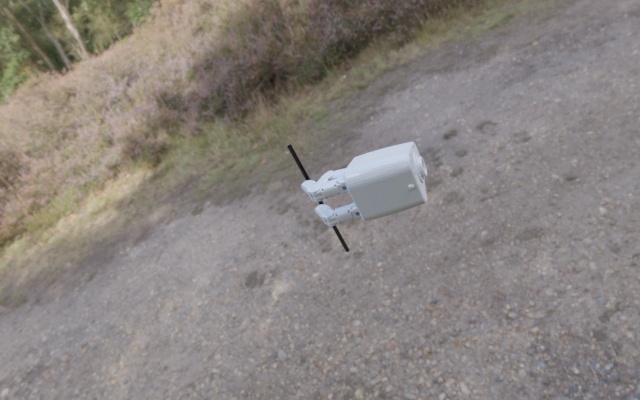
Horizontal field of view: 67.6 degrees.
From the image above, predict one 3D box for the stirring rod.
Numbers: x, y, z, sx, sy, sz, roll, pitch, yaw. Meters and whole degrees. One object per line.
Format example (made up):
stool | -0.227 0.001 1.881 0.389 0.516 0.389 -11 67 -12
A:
stirring rod | 0.000 0.003 0.836 0.011 0.240 0.011 -21 31 13
